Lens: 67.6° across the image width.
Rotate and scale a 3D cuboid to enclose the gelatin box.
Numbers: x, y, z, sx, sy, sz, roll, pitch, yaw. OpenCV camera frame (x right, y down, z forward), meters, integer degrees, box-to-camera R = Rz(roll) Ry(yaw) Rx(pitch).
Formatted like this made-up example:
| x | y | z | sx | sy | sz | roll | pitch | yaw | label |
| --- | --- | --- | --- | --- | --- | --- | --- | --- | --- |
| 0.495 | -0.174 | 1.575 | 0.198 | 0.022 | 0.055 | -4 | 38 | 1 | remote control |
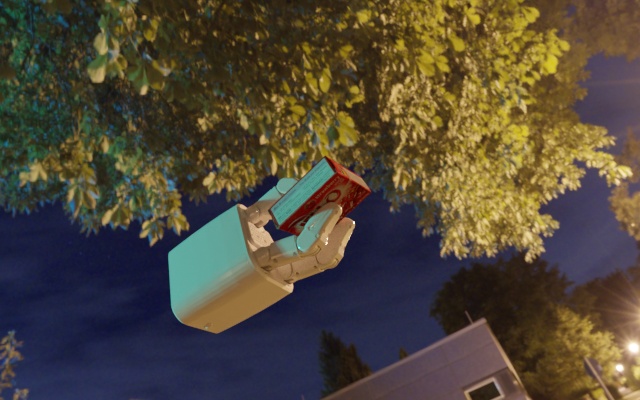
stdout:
| x | y | z | sx | sy | sz | roll | pitch | yaw | label |
| --- | --- | --- | --- | --- | --- | --- | --- | --- | --- |
| 0.000 | 0.001 | 0.510 | 0.089 | 0.030 | 0.073 | -43 | -35 | 16 | gelatin box |
